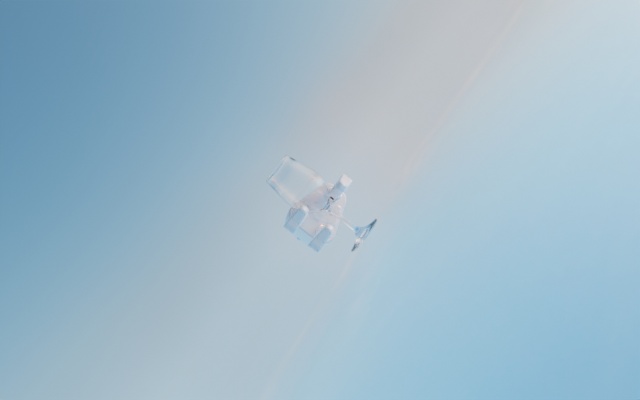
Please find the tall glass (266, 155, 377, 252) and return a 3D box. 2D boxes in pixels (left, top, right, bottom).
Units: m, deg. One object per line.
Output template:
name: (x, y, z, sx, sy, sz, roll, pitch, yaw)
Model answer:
tall glass: (0.001, 0.003, 0.860, 0.201, 0.079, 0.079, 38, -1, -1)
